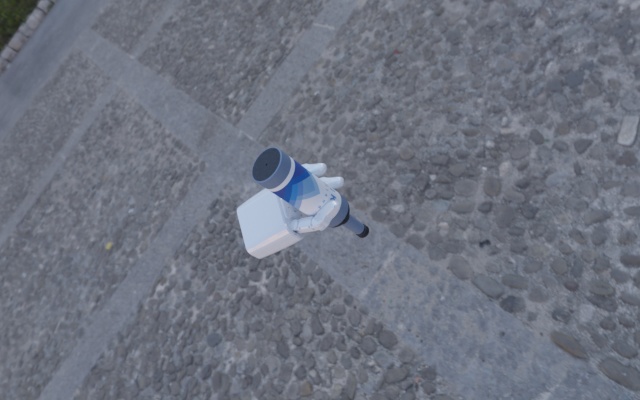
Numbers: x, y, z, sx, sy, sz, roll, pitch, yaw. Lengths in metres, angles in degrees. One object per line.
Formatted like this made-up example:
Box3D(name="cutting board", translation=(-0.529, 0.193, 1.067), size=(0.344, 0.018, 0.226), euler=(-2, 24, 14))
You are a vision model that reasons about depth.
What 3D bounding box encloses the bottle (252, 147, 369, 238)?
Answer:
Box3D(name="bottle", translation=(0.000, 0.003, 0.876), size=(0.069, 0.069, 0.296), euler=(0, -25, 41))
